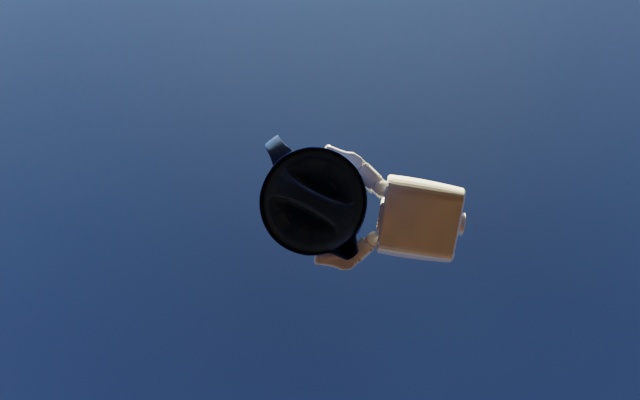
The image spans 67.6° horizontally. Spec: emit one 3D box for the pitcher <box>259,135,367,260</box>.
[{"bbox_3d":[0.000,0.002,0.692,0.145,0.149,0.243,8,-4,8],"label":"pitcher"}]
